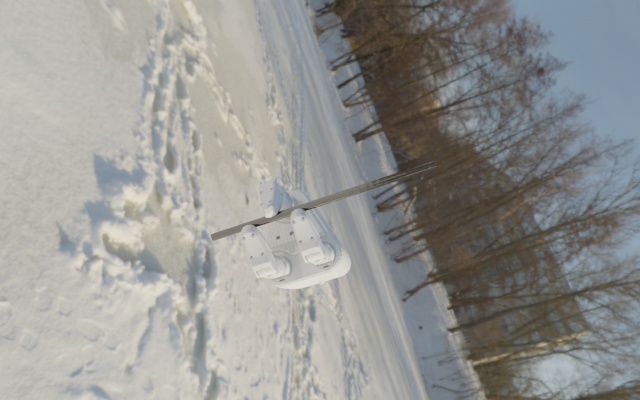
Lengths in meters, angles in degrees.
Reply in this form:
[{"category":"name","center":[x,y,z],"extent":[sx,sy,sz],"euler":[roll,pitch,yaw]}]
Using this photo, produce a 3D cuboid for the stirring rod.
[{"category":"stirring rod","center":[0.000,0.002,0.485],"extent":[0.239,0.011,0.011],"euler":[-18,-3,7]}]
